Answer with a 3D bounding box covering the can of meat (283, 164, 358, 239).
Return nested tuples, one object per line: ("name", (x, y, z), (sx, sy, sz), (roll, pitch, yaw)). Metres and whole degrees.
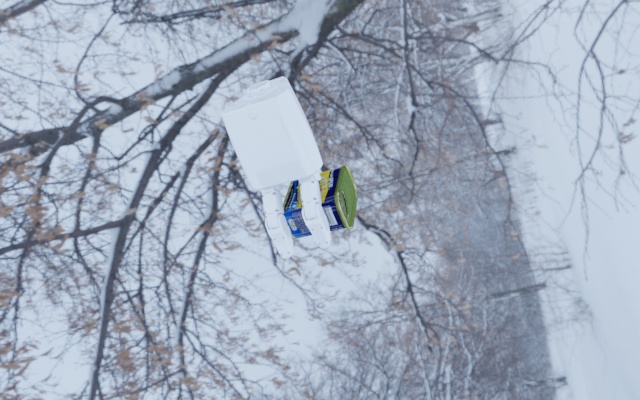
("can of meat", (0.000, 0.002, 0.651), (0.084, 0.057, 0.102), (-13, 31, 18))
